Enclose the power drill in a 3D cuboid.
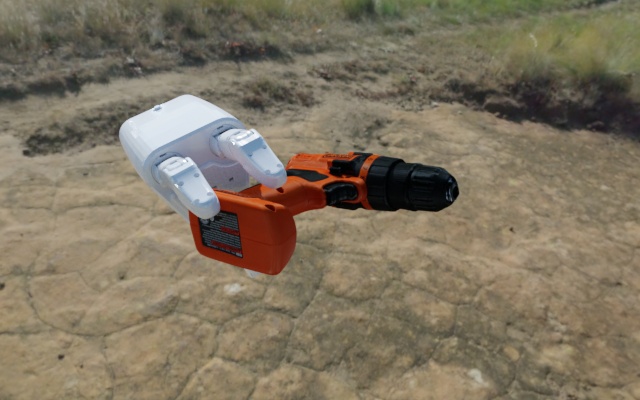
[{"bbox_3d":[0.000,0.001,0.408,0.184,0.057,0.187,7,19,39],"label":"power drill"}]
